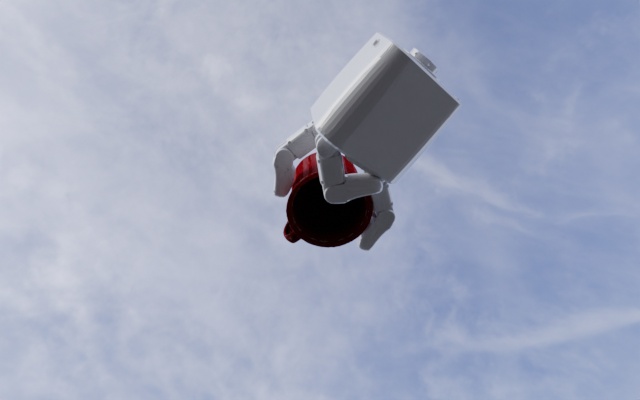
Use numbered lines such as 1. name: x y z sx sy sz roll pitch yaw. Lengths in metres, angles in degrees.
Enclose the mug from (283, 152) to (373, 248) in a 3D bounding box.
1. mug: -0.001 0.003 0.548 0.093 0.117 0.081 37 19 -19
